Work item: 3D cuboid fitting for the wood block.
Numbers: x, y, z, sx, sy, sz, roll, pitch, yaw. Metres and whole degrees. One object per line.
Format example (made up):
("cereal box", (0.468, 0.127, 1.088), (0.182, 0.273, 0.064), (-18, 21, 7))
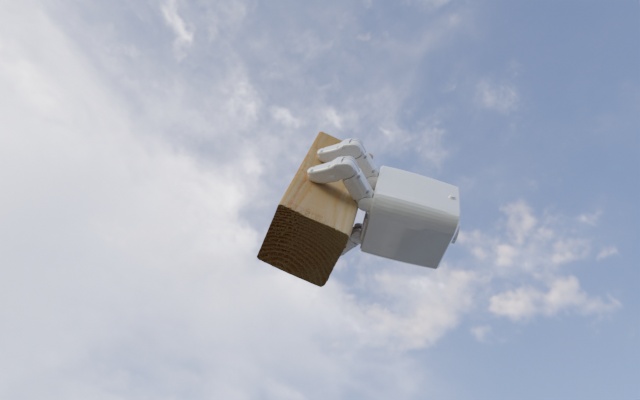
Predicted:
("wood block", (0.000, 0.002, 0.631), (0.090, 0.091, 0.206), (24, 33, 0))
